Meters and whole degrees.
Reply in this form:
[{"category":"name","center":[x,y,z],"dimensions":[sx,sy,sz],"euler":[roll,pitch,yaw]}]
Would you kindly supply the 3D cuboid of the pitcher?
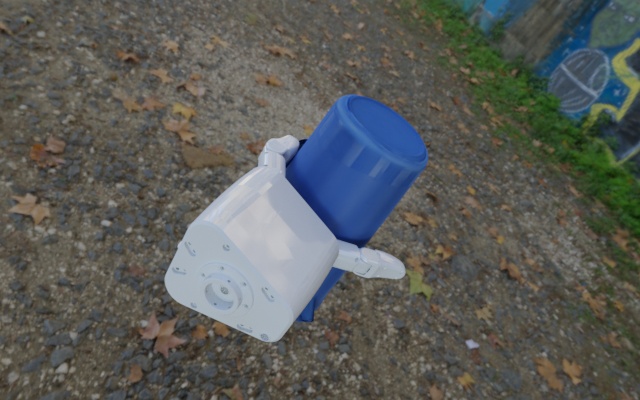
[{"category":"pitcher","center":[0.000,0.002,0.529],"dimensions":[0.149,0.243,0.145],"euler":[37,33,1]}]
